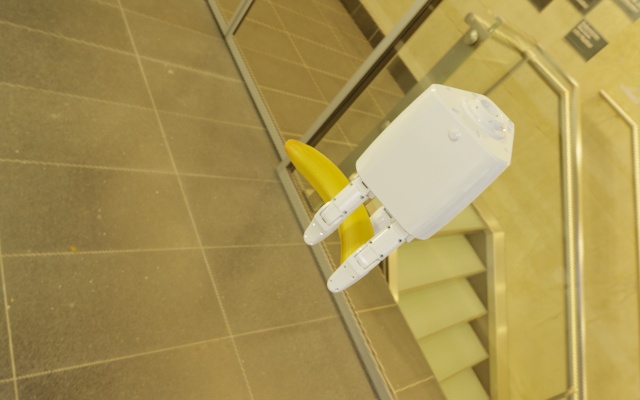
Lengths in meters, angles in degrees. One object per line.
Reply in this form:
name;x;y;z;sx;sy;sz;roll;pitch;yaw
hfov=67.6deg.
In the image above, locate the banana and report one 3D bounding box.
banana;0.016;0.006;0.540;0.069;0.197;0.037;4;-39;-35
